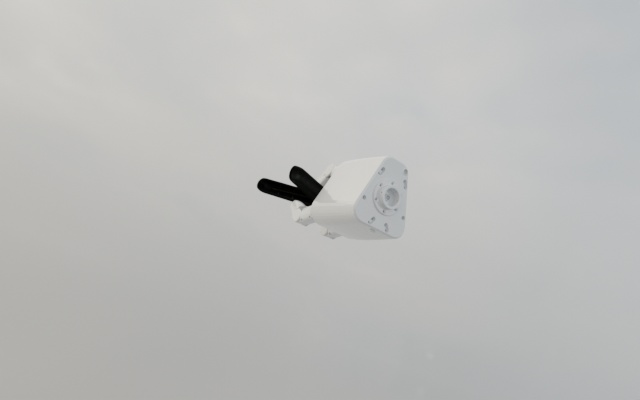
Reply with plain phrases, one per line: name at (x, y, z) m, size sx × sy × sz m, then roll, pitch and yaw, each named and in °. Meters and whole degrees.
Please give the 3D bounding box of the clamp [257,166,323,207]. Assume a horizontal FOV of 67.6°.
clamp at (0.001, 0.002, 0.798) m, size 0.210 × 0.036 × 0.164 m, roll 28°, pitch -15°, yaw -28°
